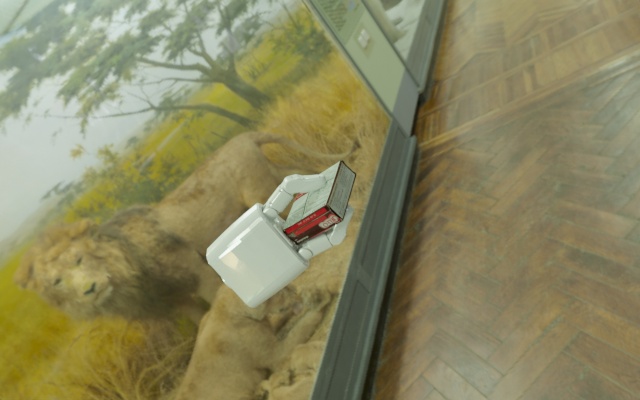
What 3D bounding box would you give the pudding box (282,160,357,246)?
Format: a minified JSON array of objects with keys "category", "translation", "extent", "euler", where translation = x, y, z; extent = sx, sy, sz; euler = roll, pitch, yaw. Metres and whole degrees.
[{"category":"pudding box","translation":[0.000,0.002,0.691],"extent":[0.090,0.039,0.113],"euler":[-30,27,33]}]
